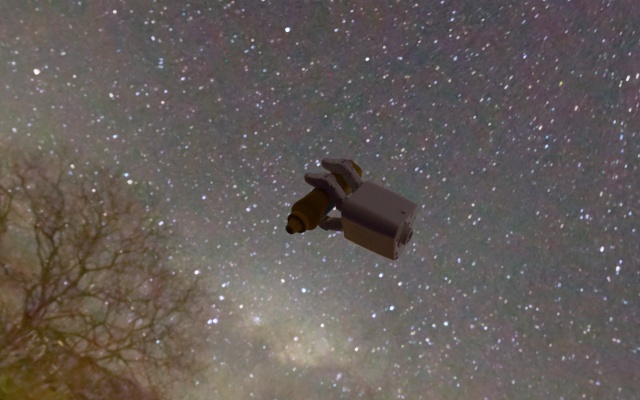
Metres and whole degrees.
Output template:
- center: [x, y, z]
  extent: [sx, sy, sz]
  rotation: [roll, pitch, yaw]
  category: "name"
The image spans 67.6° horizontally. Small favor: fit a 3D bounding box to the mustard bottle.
- center: [0.000, 0.003, 0.883]
  extent: [0.191, 0.058, 0.096]
  rotation: [-43, -6, -41]
  category: "mustard bottle"
